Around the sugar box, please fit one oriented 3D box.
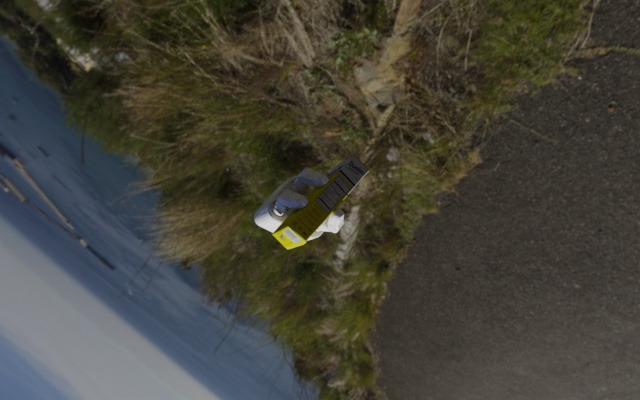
[{"bbox_3d":[0.000,0.002,0.815,0.048,0.176,0.093,44,-24,-9],"label":"sugar box"}]
